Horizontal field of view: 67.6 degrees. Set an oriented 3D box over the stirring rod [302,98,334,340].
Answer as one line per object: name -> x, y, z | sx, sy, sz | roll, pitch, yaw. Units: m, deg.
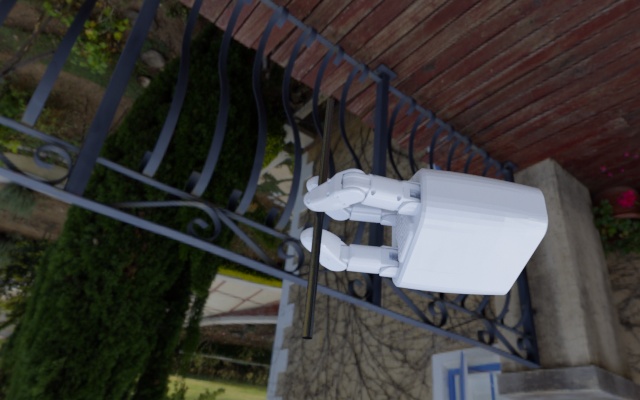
stirring rod -> 0.000, 0.001, 0.422 | 0.011, 0.239, 0.011 | 4, -31, 3
